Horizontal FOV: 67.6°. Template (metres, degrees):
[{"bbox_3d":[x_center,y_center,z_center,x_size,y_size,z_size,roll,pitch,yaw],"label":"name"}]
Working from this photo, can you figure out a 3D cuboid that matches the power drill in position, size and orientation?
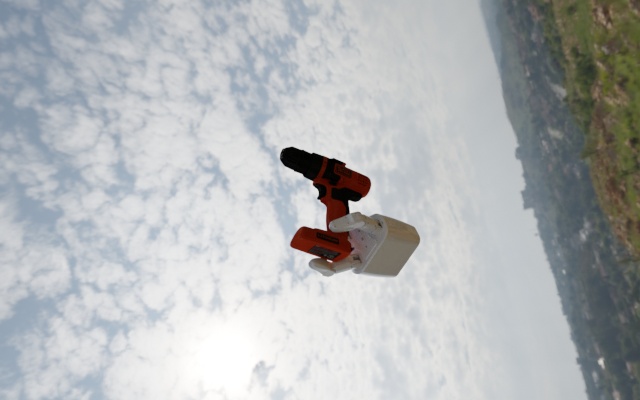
[{"bbox_3d":[0.000,0.003,0.853,0.184,0.187,0.057,20,-31,-16],"label":"power drill"}]
